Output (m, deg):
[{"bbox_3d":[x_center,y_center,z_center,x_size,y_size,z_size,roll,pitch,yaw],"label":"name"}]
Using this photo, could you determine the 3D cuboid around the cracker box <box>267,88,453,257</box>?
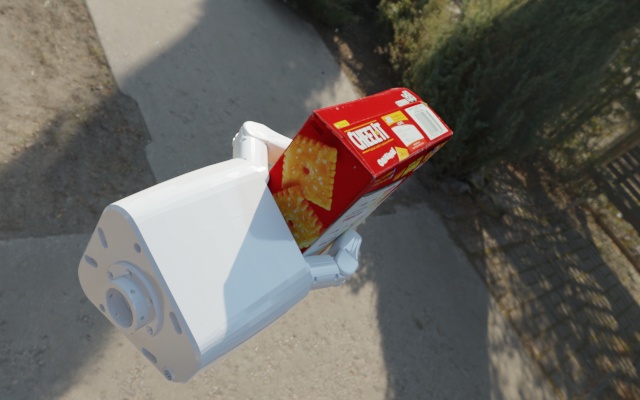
[{"bbox_3d":[0.000,0.001,0.435,0.214,0.072,0.164,-47,-11,36],"label":"cracker box"}]
